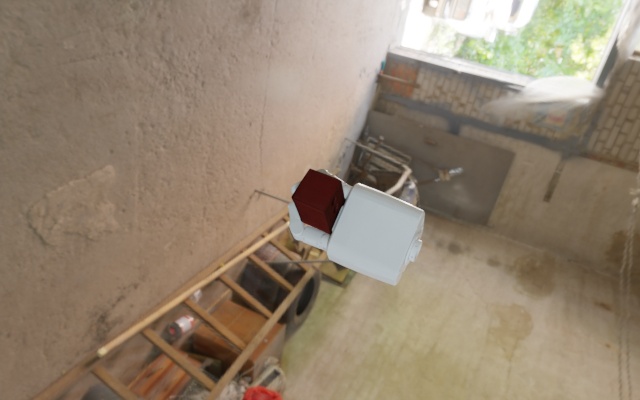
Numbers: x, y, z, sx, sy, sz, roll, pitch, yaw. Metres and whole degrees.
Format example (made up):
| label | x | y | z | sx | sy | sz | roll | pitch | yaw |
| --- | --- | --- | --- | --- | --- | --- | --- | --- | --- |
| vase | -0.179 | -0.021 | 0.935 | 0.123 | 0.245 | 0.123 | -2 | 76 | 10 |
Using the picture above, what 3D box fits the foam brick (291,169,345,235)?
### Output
| label | x | y | z | sx | sy | sz | roll | pitch | yaw |
| --- | --- | --- | --- | --- | --- | --- | --- | --- | --- |
| foam brick | 0.000 | 0.002 | 0.668 | 0.051 | 0.053 | 0.078 | 23 | -22 | 20 |
